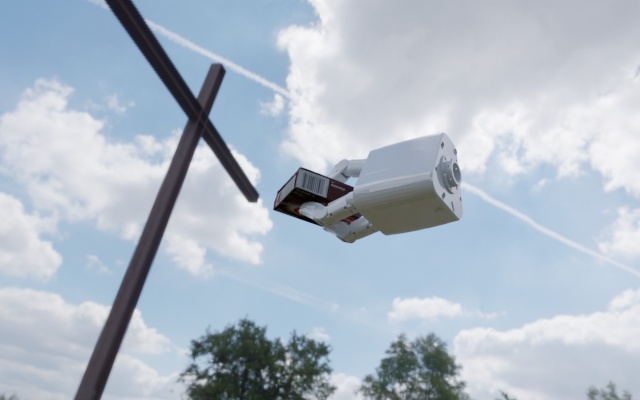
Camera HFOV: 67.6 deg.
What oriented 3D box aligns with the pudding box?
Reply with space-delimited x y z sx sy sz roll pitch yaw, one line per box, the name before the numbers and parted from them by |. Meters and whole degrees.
pudding box | 0.000 0.002 0.689 0.113 0.039 0.090 22 -30 -17
